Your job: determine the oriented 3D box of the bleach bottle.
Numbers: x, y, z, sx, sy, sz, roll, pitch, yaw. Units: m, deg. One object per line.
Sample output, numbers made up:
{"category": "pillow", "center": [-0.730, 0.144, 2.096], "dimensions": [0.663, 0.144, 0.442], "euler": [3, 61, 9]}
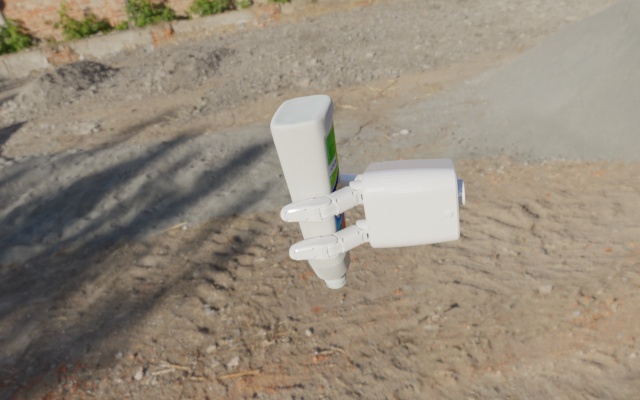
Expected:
{"category": "bleach bottle", "center": [0.000, 0.002, 0.611], "dimensions": [0.068, 0.251, 0.102], "euler": [-5, 30, 13]}
